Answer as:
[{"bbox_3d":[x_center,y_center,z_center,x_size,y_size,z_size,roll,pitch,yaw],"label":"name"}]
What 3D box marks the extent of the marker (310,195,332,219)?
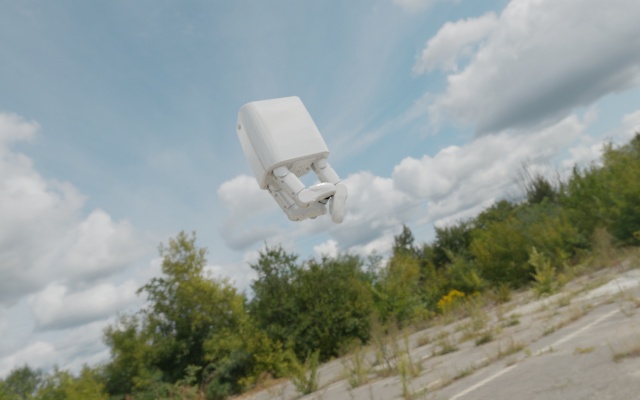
[{"bbox_3d":[0.000,0.002,0.743,0.020,0.020,0.121,0,-20,-14],"label":"marker"}]
